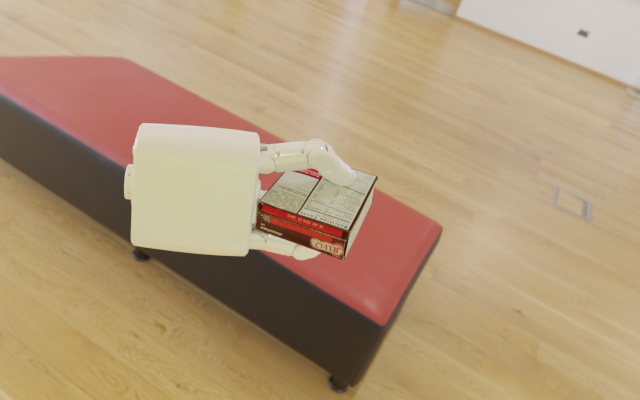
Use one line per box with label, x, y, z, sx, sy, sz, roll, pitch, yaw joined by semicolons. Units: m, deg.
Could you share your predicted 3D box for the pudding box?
pudding box;0.000;0.001;0.471;0.090;0.039;0.113;19;37;11
